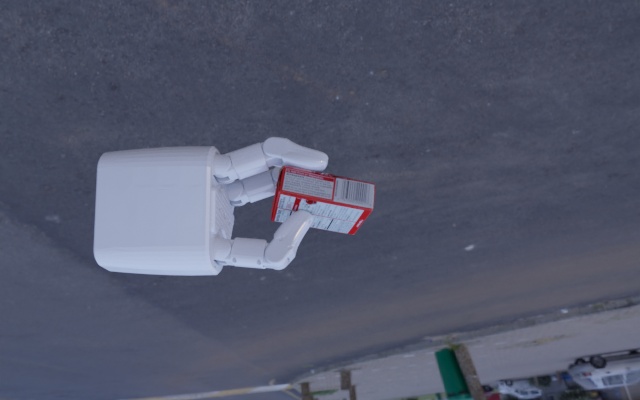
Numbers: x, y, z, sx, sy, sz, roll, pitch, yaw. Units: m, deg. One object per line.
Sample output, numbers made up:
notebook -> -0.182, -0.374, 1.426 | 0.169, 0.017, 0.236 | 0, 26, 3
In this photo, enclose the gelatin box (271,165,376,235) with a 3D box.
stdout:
gelatin box -> 0.000, 0.002, 0.455 | 0.089, 0.030, 0.073 | 11, -24, -6
